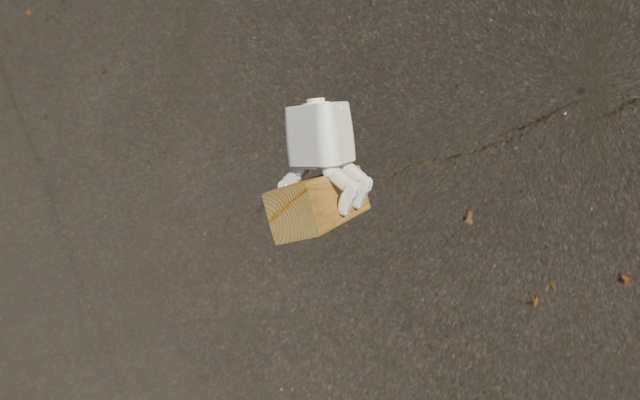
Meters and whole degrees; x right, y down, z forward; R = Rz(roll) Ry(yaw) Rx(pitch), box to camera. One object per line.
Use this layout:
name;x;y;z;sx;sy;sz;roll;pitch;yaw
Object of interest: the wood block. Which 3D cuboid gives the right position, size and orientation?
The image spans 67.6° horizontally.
wood block;0.000;0.002;0.843;0.091;0.090;0.206;-13;5;31
